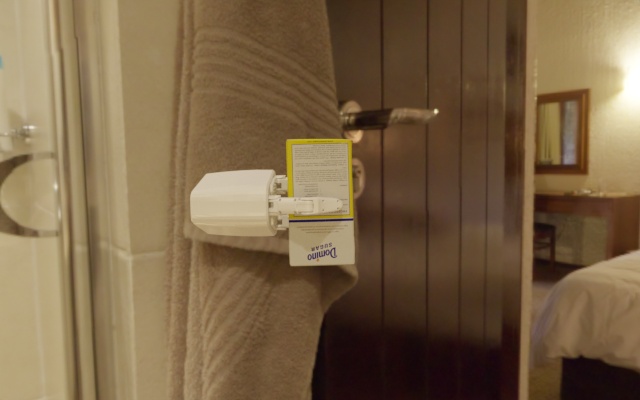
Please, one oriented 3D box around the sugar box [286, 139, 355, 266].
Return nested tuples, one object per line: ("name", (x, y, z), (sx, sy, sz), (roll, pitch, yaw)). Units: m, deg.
("sugar box", (0.000, 0.002, 0.677), (0.093, 0.176, 0.048), (-1, 5, -1))
